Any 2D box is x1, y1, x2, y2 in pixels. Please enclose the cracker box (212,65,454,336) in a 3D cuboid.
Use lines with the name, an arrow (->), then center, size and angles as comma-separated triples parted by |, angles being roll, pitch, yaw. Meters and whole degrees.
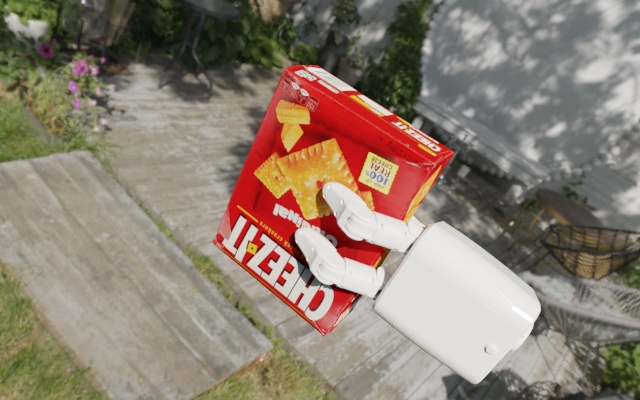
cracker box -> 0.000, 0.001, 0.471 | 0.164, 0.214, 0.072 | 37, 28, 16
